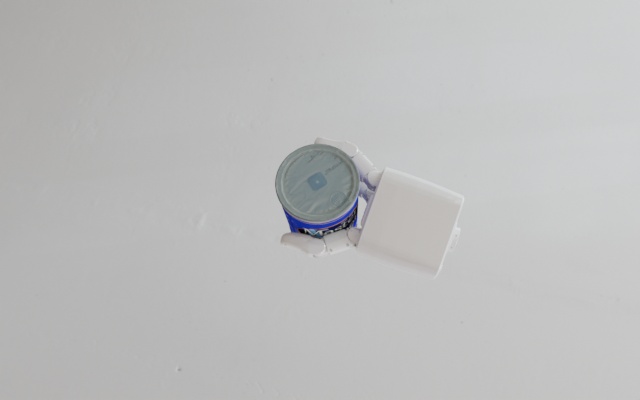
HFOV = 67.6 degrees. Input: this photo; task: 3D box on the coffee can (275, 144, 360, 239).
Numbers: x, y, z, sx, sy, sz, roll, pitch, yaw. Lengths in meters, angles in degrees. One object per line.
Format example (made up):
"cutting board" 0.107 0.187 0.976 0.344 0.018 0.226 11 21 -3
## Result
"coffee can" 0.000 0.002 0.636 0.103 0.102 0.140 0 -21 3
